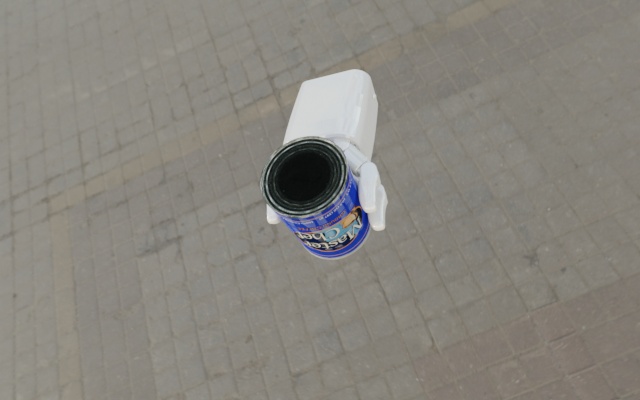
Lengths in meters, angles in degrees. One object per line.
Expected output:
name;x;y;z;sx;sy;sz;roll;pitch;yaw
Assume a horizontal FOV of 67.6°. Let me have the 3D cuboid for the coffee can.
coffee can;0.000;0.002;0.585;0.103;0.102;0.140;0;-25;17
